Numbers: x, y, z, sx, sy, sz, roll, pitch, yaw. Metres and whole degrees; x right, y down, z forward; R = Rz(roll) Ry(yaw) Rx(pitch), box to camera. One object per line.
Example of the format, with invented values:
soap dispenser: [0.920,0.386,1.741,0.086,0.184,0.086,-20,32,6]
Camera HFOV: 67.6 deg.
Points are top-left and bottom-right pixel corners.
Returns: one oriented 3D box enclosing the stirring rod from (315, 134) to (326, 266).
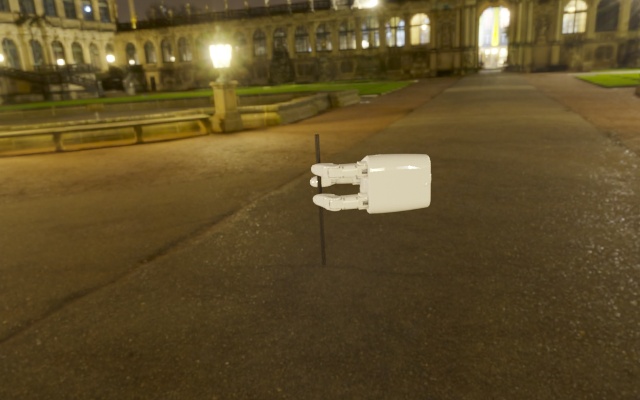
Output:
stirring rod: [0.000,0.003,0.850,0.011,0.239,0.011,-3,15,1]
